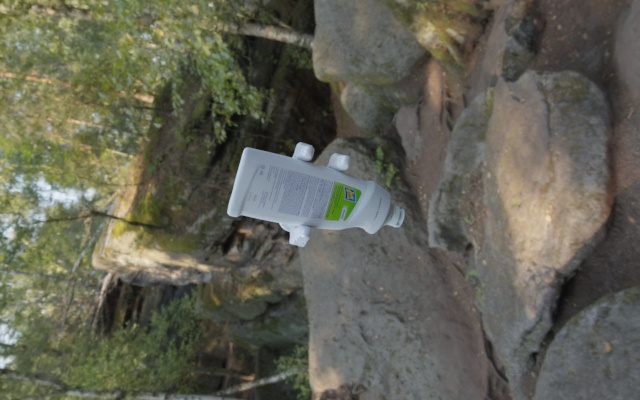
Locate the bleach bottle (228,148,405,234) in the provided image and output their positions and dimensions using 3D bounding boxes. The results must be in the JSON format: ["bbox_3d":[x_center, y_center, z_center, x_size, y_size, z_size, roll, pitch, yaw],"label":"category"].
[{"bbox_3d":[0.000,0.002,0.695,0.251,0.102,0.068,15,10,-12],"label":"bleach bottle"}]
